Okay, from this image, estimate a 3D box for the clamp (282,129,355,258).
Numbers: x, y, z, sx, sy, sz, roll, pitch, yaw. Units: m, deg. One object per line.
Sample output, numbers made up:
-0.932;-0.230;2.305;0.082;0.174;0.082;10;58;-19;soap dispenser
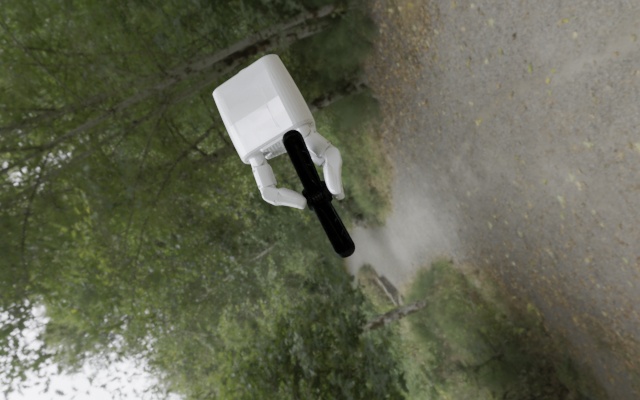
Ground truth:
-0.001;0.002;0.650;0.036;0.164;0.210;-25;-7;-2;clamp
